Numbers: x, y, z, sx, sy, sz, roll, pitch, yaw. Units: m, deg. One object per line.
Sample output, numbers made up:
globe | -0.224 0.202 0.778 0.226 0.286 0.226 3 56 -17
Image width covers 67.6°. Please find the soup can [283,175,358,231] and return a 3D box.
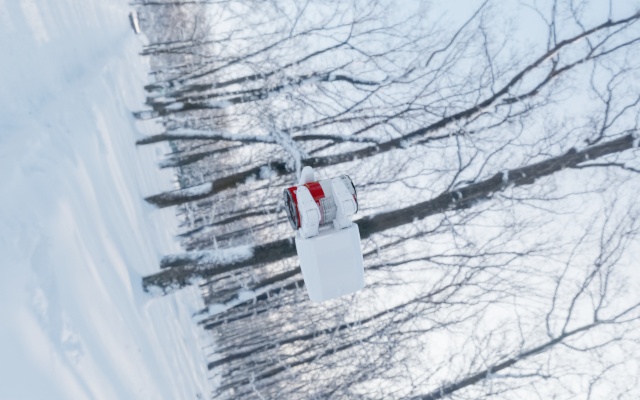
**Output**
soup can | 0.000 0.002 0.744 0.102 0.068 0.068 -14 3 -14
